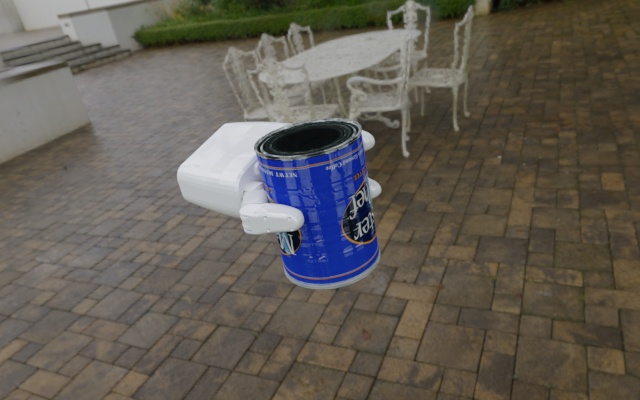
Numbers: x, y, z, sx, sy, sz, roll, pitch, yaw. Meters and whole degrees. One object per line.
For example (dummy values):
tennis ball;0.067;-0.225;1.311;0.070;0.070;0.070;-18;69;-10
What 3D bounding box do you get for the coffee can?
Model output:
coffee can;0.000;0.002;0.474;0.103;0.140;0.102;-9;26;4
